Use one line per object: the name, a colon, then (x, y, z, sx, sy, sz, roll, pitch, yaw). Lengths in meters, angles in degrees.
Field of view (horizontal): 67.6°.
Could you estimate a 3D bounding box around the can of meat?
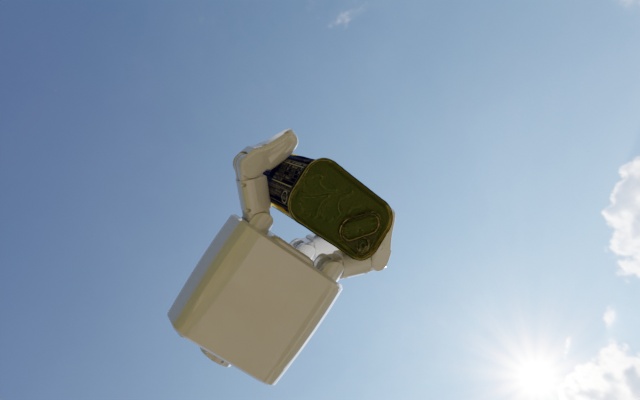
can of meat: (0.000, 0.001, 0.428, 0.102, 0.057, 0.084, 35, -7, -30)
